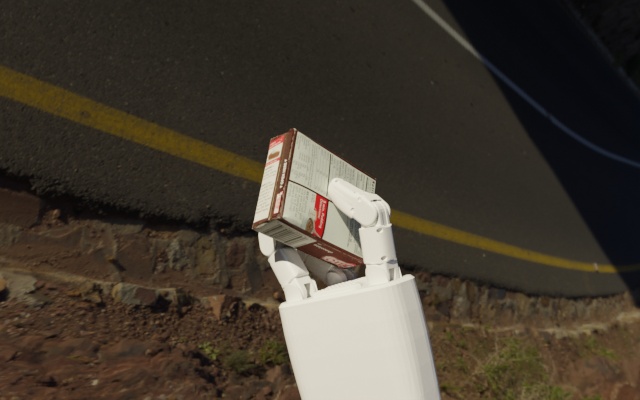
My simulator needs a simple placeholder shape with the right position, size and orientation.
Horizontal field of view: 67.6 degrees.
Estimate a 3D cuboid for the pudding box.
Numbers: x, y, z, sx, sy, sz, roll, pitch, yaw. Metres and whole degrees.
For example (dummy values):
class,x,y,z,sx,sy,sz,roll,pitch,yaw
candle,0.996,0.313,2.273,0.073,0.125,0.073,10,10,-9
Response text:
class,x,y,z,sx,sy,sz,roll,pitch,yaw
pudding box,0.000,0.001,0.430,0.039,0.090,0.113,-18,-37,42
